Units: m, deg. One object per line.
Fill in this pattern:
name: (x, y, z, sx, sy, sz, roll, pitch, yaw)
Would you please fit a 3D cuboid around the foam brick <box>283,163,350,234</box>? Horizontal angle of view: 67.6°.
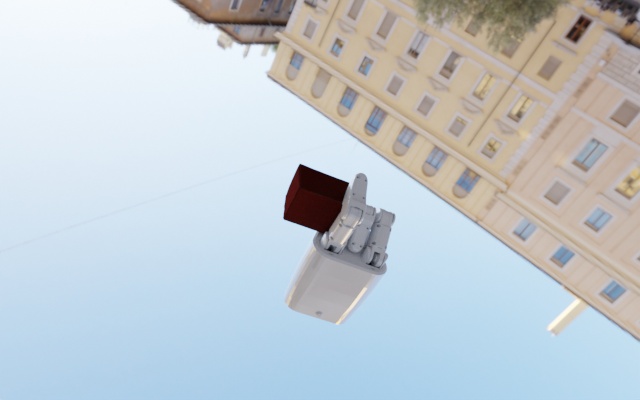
foam brick: (0.000, 0.002, 0.567, 0.078, 0.051, 0.053, 21, 33, -14)
